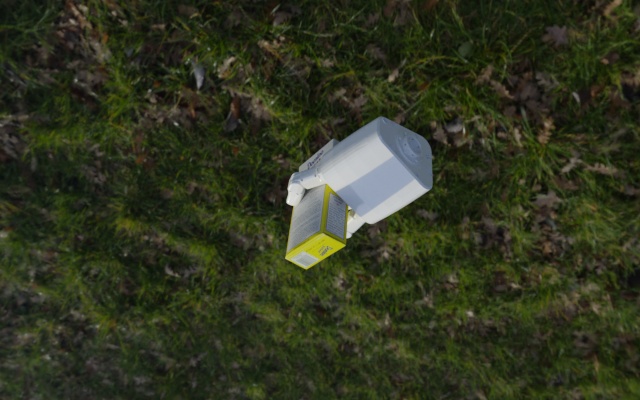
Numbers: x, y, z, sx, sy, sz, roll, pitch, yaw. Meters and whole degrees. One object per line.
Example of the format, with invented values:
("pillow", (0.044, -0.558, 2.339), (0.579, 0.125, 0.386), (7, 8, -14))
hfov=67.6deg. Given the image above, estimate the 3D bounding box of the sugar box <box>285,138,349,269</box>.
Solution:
("sugar box", (0.001, 0.003, 0.697), (0.048, 0.176, 0.093), (31, -43, -24))
